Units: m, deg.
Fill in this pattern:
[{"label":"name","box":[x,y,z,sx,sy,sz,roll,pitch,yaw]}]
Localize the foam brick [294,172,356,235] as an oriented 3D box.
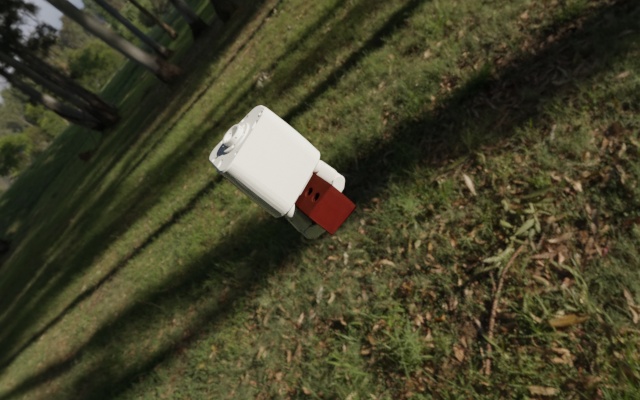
[{"label":"foam brick","box":[0.000,0.002,0.655,0.051,0.053,0.078,41,-2,-32]}]
